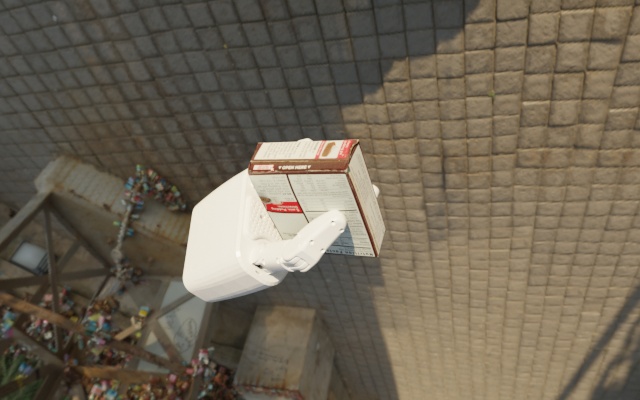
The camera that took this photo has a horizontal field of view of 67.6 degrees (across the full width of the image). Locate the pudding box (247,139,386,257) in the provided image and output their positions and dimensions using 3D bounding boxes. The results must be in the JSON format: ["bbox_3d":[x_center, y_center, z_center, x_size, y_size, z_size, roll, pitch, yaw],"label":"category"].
[{"bbox_3d":[0.000,0.001,0.407,0.090,0.039,0.114,0,-40,23],"label":"pudding box"}]
